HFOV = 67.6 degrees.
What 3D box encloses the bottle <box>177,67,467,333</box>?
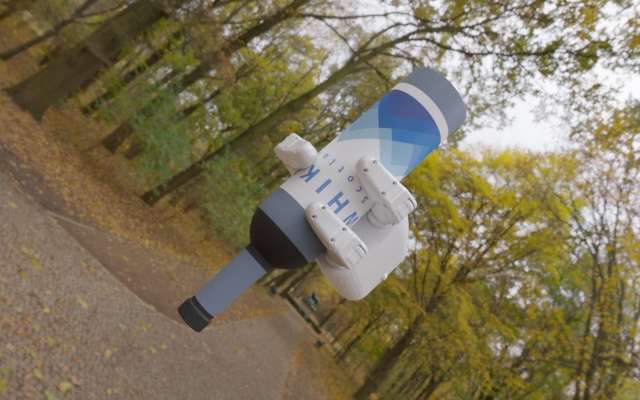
[{"bbox_3d":[0.000,0.001,0.414,0.295,0.069,0.069,-42,8,-9],"label":"bottle"}]
